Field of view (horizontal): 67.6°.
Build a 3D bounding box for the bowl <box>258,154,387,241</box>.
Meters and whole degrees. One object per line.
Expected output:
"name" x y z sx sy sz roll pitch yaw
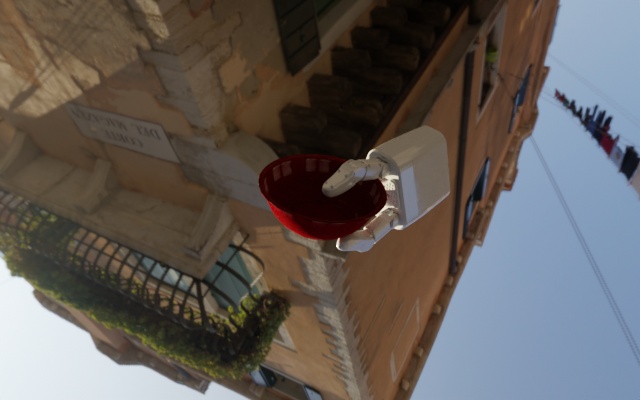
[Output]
"bowl" -0.001 0.003 0.608 0.162 0.055 0.162 7 33 -4
